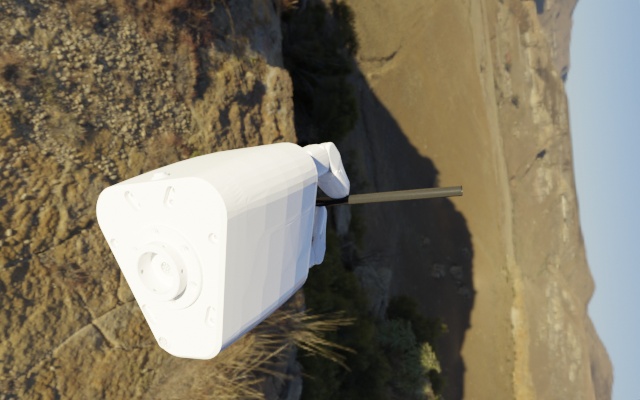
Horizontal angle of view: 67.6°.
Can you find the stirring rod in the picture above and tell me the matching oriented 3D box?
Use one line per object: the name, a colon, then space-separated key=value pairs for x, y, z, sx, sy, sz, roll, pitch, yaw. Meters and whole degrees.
stirring rod: x=0.000 y=0.001 z=0.417 sx=0.239 sy=0.011 sz=0.011 roll=-5 pitch=-2 yaw=26
